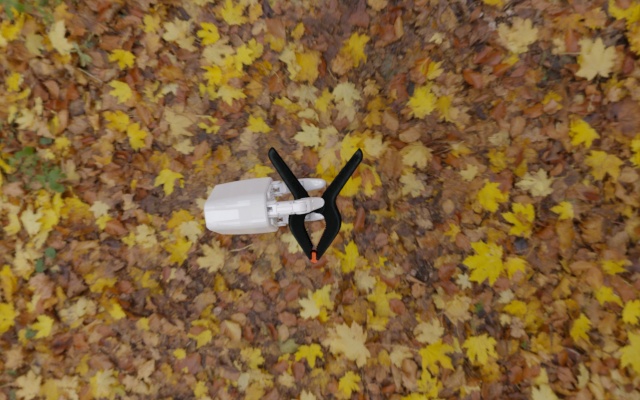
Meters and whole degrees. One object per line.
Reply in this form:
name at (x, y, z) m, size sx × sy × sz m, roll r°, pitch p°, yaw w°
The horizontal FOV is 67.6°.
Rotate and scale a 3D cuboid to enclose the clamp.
clamp at (0.000, 0.003, 0.839) m, size 0.164 × 0.210 × 0.036 m, roll -6°, pitch 7°, yaw 6°
